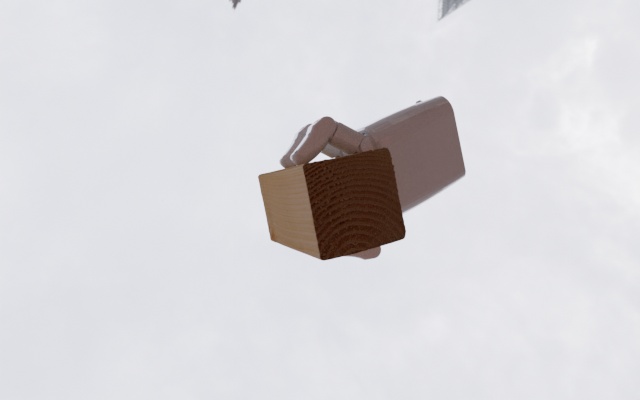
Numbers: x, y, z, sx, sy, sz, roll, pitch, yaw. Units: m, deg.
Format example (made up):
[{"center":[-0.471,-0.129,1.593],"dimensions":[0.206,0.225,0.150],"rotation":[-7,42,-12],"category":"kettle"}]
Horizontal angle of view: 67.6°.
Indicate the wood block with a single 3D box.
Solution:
[{"center":[0.000,0.002,0.531],"dimensions":[0.090,0.091,0.206],"rotation":[-13,4,-18],"category":"wood block"}]
